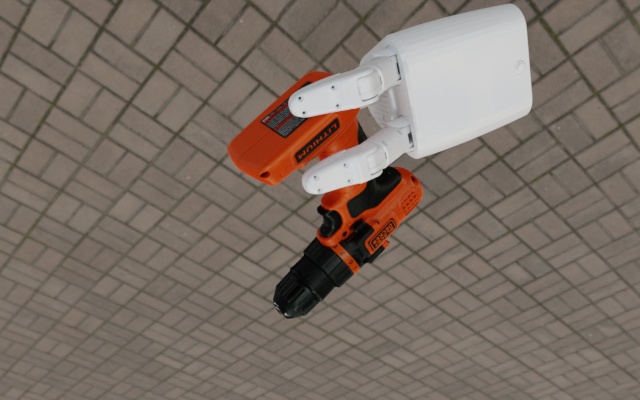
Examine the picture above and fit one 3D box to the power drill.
[{"bbox_3d":[0.000,0.001,0.410,0.057,0.184,0.188,35,-15,40],"label":"power drill"}]
